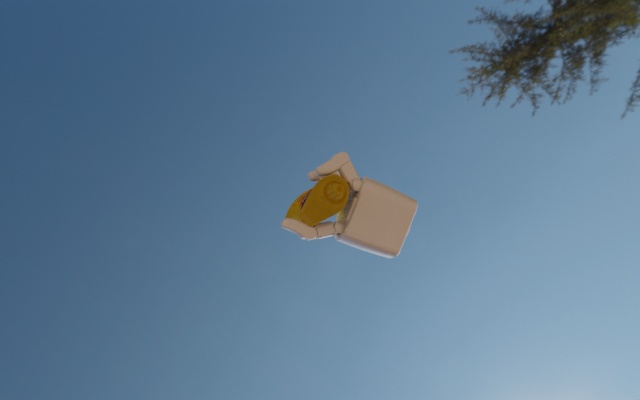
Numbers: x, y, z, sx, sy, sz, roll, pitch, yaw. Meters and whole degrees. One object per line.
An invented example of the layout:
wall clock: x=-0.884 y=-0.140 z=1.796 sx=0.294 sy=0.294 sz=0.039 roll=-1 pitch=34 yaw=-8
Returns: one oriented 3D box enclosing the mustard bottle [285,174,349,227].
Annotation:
mustard bottle: x=0.000 y=0.002 z=0.796 sx=0.096 sy=0.058 sz=0.192 roll=-46 pitch=5 yaw=-20
